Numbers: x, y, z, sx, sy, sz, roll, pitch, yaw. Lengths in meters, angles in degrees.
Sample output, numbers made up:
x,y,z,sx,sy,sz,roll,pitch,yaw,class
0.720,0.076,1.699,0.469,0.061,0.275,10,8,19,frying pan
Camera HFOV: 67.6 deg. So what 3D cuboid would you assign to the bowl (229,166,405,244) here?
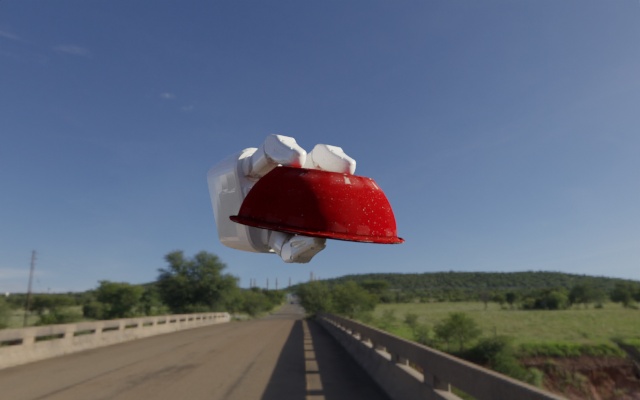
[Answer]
x,y,z,sx,sy,sz,roll,pitch,yaw,class
0.001,0.001,0.441,0.162,0.055,0.162,8,1,0,bowl
